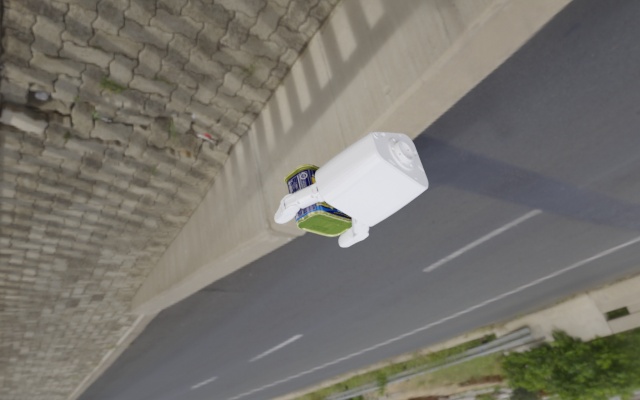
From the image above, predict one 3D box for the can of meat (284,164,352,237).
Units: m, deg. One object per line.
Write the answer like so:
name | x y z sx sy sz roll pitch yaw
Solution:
can of meat | 0.000 0.003 0.728 0.057 0.084 0.102 -34 -34 32
